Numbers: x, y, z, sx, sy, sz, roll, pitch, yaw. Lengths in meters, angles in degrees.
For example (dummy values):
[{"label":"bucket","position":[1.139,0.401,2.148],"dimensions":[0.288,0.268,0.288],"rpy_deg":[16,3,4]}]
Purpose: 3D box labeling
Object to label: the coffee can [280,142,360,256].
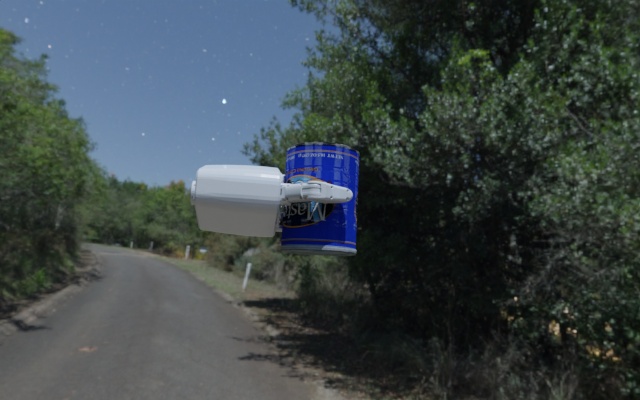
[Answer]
[{"label":"coffee can","position":[0.000,0.002,0.652],"dimensions":[0.103,0.140,0.103],"rpy_deg":[3,-10,0]}]
